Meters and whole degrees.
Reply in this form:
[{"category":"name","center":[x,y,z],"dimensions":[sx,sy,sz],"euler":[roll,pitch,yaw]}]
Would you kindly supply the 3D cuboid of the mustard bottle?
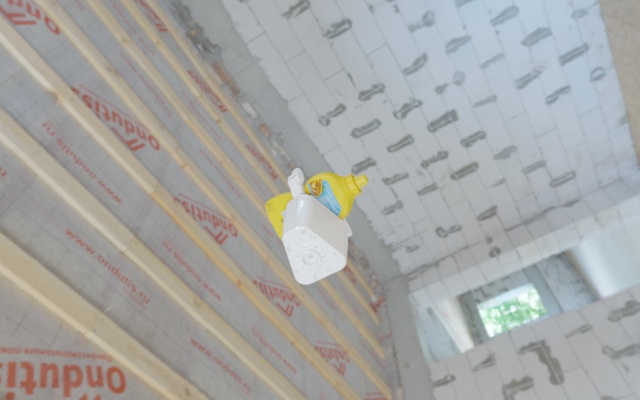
[{"category":"mustard bottle","center":[0.000,0.003,0.879],"dimensions":[0.191,0.096,0.058],"euler":[-27,-1,15]}]
